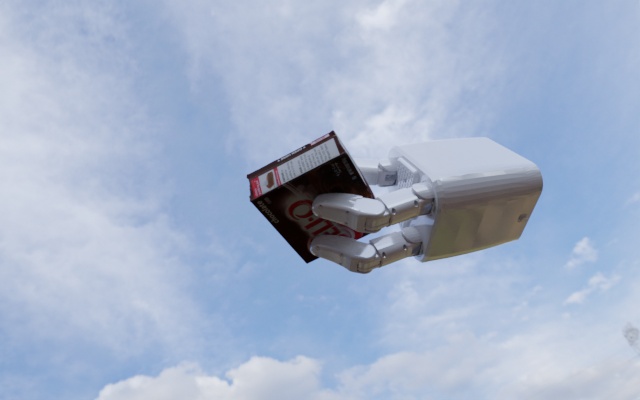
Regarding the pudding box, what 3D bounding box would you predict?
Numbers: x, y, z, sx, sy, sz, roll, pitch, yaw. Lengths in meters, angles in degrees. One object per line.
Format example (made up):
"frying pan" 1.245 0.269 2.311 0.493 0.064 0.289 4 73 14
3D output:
"pudding box" 0.000 0.001 0.433 0.090 0.039 0.114 -27 -46 9
